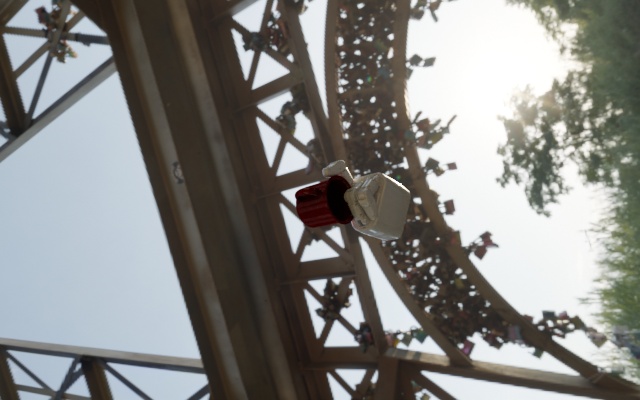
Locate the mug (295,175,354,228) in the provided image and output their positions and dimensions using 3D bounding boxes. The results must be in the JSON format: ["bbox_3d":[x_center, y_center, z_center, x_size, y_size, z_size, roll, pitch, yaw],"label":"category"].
[{"bbox_3d":[-0.001,0.003,0.892,0.081,0.093,0.117,-14,-25,38],"label":"mug"}]
